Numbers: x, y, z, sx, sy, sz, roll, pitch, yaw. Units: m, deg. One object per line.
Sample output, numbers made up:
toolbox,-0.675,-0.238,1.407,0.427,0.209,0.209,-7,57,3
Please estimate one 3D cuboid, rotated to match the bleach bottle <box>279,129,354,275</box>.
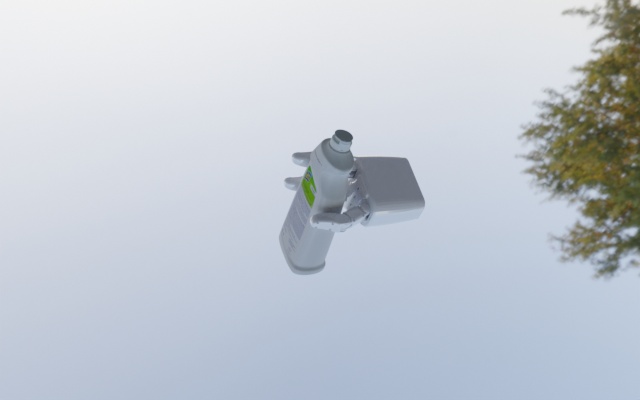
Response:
bleach bottle,0.000,0.002,0.750,0.068,0.102,0.251,-4,-43,-28
